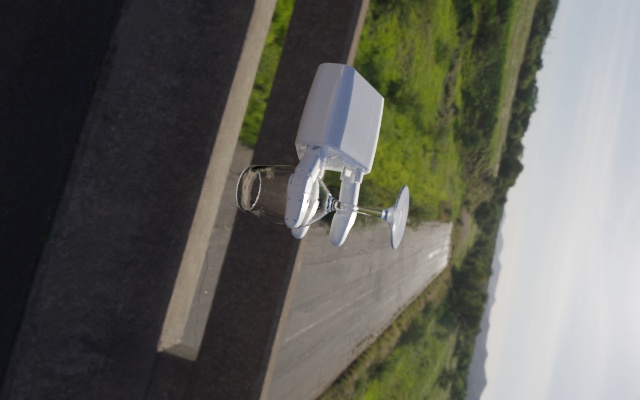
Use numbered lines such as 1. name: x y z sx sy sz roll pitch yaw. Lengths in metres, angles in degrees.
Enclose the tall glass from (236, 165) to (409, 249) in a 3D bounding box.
1. tall glass: 0.001 0.002 0.578 0.201 0.079 0.079 10 3 20
